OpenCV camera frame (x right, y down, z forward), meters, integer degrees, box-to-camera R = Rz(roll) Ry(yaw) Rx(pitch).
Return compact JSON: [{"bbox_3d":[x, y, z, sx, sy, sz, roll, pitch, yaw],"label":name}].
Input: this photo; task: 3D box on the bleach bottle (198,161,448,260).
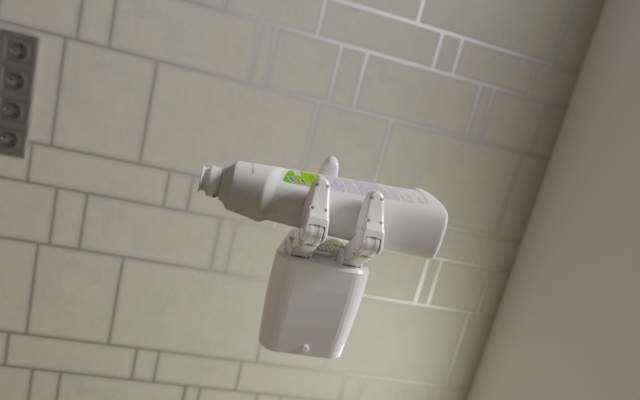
[{"bbox_3d":[0.000,0.002,0.506,0.251,0.068,0.102,12,13,-13],"label":"bleach bottle"}]
